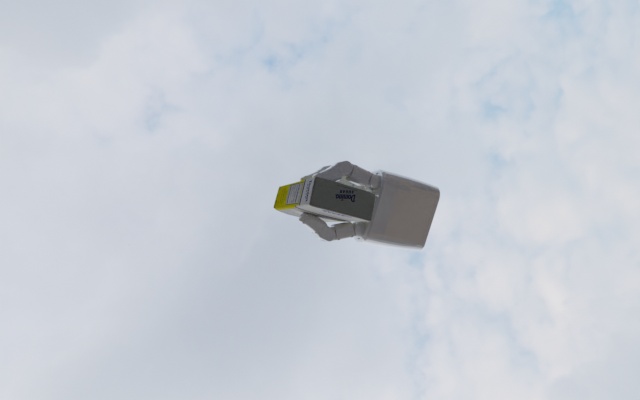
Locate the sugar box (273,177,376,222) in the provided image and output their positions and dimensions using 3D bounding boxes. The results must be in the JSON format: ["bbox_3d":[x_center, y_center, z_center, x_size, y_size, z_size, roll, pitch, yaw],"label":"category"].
[{"bbox_3d":[0.000,0.002,0.704,0.093,0.048,0.176,15,-10,-20],"label":"sugar box"}]
